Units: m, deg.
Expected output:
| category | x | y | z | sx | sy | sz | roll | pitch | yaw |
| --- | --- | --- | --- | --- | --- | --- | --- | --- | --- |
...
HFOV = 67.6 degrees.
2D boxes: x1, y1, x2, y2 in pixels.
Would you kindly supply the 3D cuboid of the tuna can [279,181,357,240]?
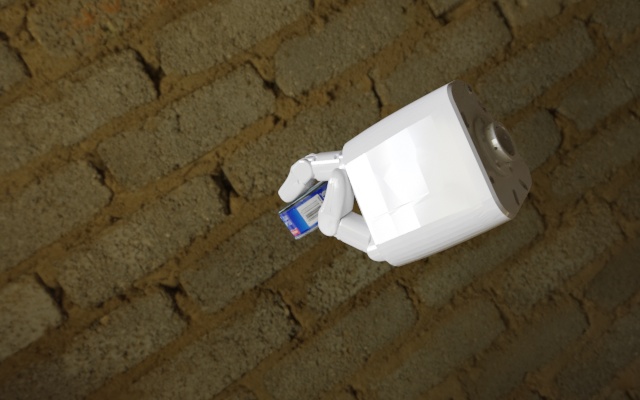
| category | x | y | z | sx | sy | sz | roll | pitch | yaw |
| --- | --- | --- | --- | --- | --- | --- | --- | --- | --- |
| tuna can | 0.000 | 0.001 | 0.488 | 0.086 | 0.034 | 0.086 | -35 | 3 | 2 |
